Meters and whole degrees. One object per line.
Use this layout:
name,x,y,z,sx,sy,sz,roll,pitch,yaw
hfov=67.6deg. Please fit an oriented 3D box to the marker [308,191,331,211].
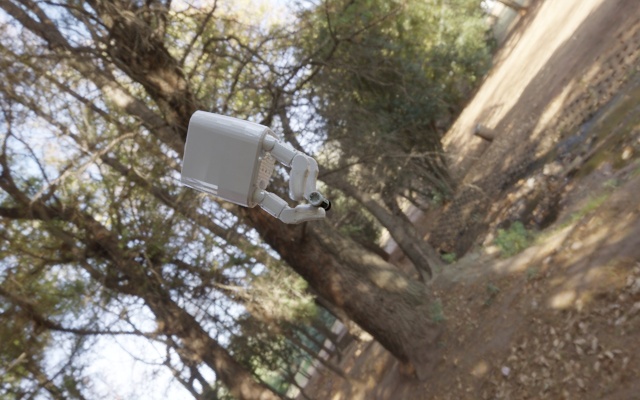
marker,0.000,0.002,0.686,0.020,0.020,0.121,0,-5,8
